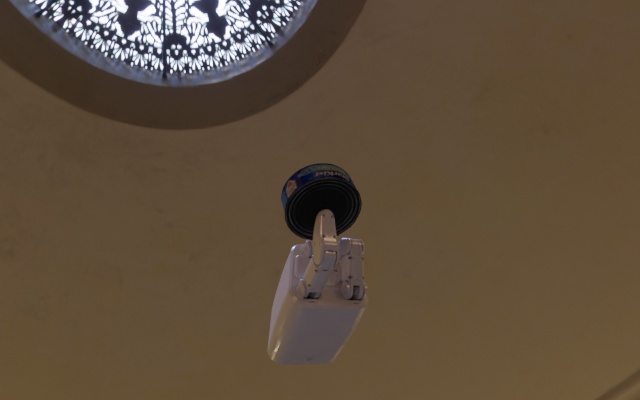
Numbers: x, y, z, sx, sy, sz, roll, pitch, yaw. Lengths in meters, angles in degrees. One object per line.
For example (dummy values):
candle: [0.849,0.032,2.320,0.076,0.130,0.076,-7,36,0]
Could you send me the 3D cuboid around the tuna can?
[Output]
tuna can: [0.000,0.001,0.530,0.086,0.086,0.033,0,37,-16]
